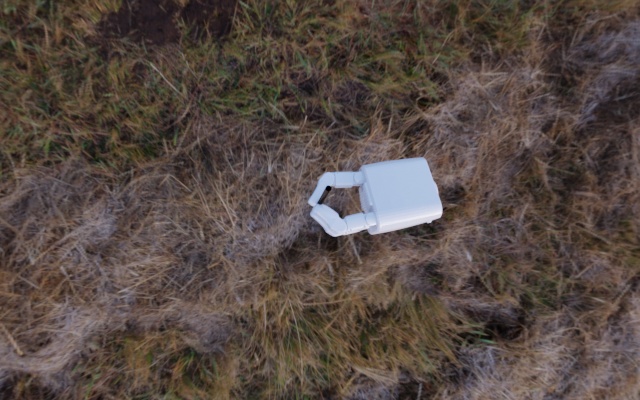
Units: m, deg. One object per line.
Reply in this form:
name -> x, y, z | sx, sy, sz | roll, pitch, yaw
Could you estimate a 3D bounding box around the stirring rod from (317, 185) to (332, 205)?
stirring rod -> 0.000, 0.002, 0.725 | 0.011, 0.011, 0.239 | 0, -8, -5
